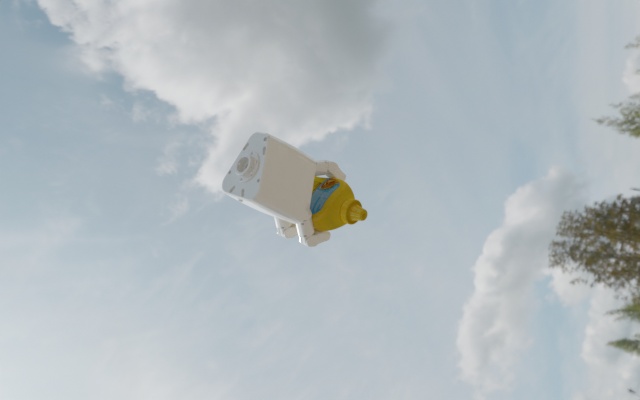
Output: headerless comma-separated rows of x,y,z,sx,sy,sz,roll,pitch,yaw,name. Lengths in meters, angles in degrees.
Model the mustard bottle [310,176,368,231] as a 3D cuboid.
0.000,0.003,0.801,0.191,0.096,0.058,16,-32,43,mustard bottle
